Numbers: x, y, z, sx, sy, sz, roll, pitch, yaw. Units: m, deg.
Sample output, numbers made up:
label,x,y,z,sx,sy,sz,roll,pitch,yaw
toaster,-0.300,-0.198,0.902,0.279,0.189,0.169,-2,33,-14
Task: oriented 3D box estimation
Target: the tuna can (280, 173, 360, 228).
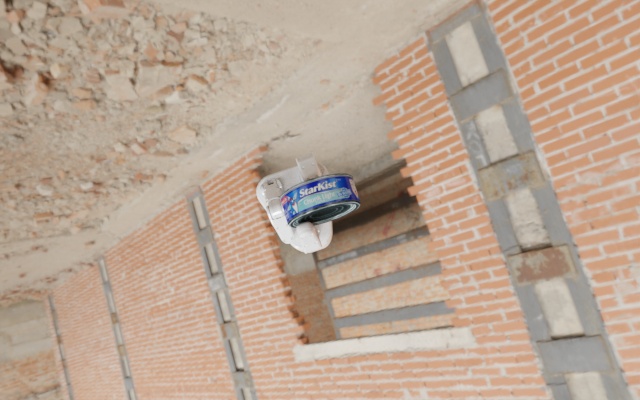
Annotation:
label,x,y,z,sx,sy,sz,roll,pitch,yaw
tuna can,0.000,0.002,0.533,0.086,0.033,0.086,-16,-14,-4
